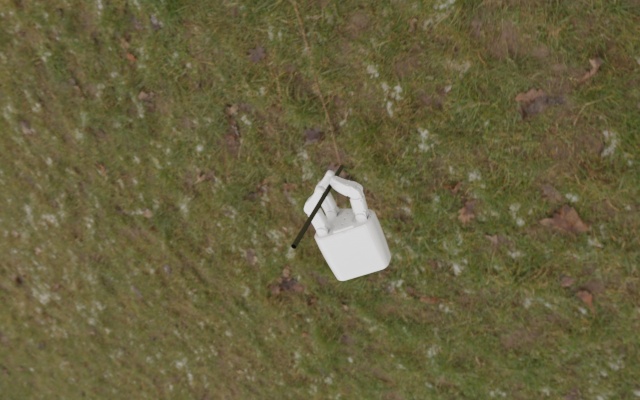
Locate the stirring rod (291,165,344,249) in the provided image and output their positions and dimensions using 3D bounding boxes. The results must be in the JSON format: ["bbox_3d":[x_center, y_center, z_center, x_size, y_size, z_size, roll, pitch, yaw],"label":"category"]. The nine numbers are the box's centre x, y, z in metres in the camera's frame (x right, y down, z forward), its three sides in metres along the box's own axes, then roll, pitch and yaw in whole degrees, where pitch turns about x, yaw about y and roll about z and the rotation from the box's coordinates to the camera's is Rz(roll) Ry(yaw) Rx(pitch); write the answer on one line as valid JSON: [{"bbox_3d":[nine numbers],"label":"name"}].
[{"bbox_3d":[0.000,0.003,0.794,0.011,0.011,0.239,0,33,23],"label":"stirring rod"}]
